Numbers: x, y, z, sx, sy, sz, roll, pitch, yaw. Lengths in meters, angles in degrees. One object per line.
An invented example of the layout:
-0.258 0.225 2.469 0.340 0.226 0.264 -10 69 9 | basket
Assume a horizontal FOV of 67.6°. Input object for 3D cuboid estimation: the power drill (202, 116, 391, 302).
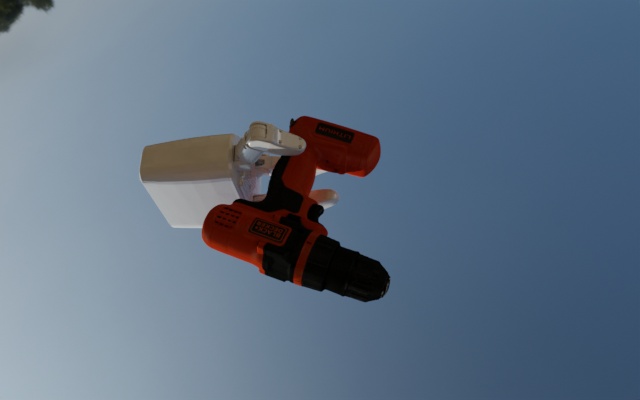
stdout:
0.000 0.001 0.487 0.184 0.187 0.057 19 -39 10 | power drill
